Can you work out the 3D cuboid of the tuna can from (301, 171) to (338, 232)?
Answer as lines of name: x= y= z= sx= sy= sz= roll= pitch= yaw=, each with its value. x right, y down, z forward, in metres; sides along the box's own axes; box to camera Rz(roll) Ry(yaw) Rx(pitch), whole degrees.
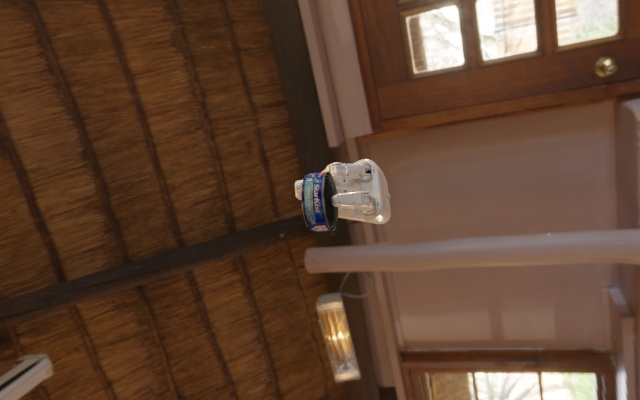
tuna can: x=0.000 y=0.002 z=0.687 sx=0.034 sy=0.086 sz=0.086 roll=-5 pitch=-1 yaw=14
